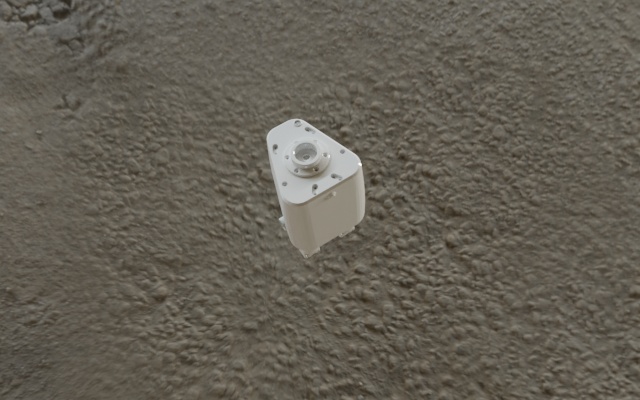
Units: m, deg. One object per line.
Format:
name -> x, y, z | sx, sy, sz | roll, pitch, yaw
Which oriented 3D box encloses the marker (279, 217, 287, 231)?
marker -> 0.000, 0.002, 0.642 | 0.121, 0.020, 0.020 | -31, 7, -12
